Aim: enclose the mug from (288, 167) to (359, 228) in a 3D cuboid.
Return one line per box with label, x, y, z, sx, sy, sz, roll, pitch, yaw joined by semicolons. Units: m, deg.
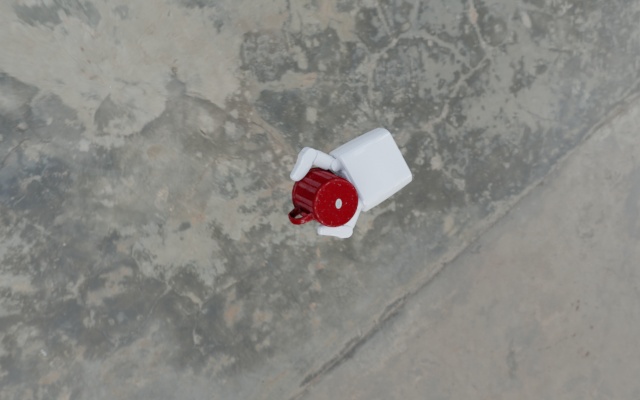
mug;-0.001;0.003;0.781;0.117;0.093;0.081;-31;23;-16
